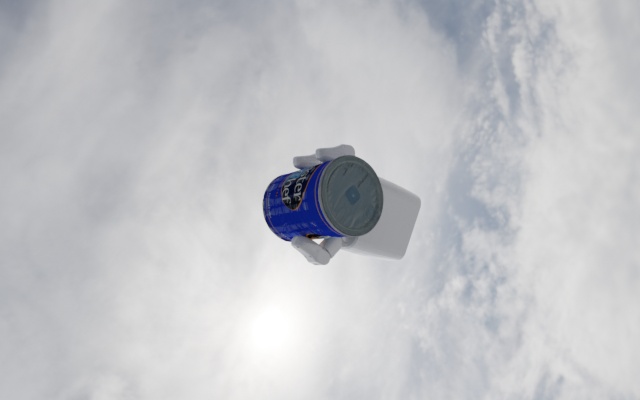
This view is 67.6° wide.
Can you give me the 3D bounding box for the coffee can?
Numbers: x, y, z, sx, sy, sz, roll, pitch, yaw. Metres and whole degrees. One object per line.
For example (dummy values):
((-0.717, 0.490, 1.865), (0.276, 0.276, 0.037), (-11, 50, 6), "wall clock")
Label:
((0.000, 0.002, 0.648), (0.103, 0.103, 0.140), (0, -7, -37), "coffee can")
